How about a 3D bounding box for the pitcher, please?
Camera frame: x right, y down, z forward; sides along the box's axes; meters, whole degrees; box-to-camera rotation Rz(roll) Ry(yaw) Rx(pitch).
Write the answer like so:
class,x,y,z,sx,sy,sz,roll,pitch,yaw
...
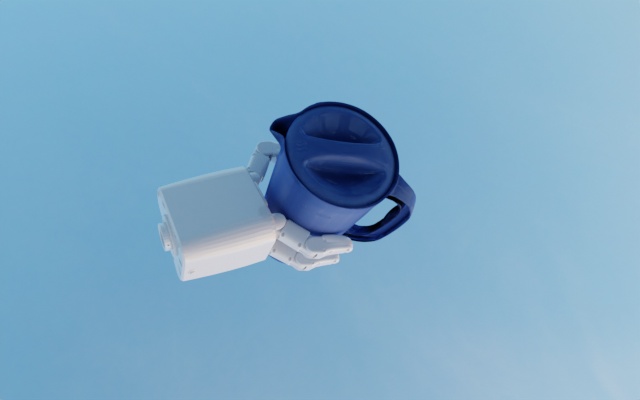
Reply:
class,x,y,z,sx,sy,sz,roll,pitch,yaw
pitcher,0.000,0.002,0.610,0.145,0.149,0.243,-15,-19,-25
